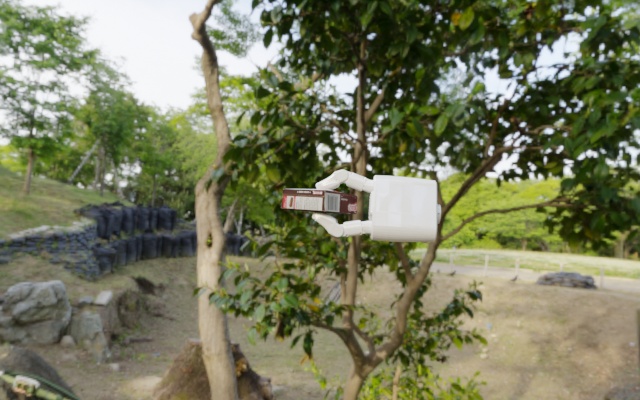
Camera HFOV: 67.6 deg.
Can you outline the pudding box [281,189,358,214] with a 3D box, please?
[{"bbox_3d":[0.000,0.003,0.833,0.090,0.039,0.113,2,-5,33],"label":"pudding box"}]
